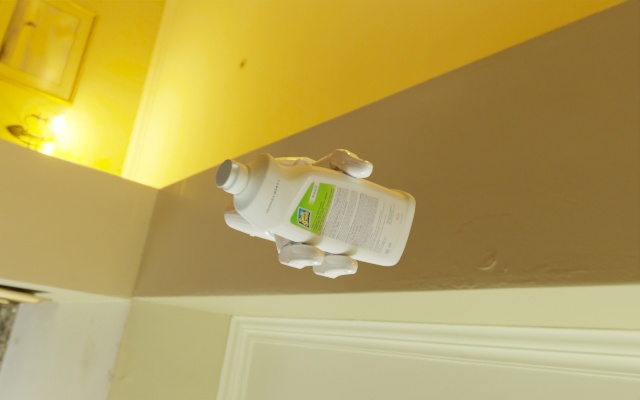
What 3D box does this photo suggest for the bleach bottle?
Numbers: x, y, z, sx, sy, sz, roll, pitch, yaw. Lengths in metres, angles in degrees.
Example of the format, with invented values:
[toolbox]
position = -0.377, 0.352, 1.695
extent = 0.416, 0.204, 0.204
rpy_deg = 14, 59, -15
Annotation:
[bleach bottle]
position = 0.000, 0.002, 0.539
extent = 0.251, 0.102, 0.068
rpy_deg = 22, -9, -38
